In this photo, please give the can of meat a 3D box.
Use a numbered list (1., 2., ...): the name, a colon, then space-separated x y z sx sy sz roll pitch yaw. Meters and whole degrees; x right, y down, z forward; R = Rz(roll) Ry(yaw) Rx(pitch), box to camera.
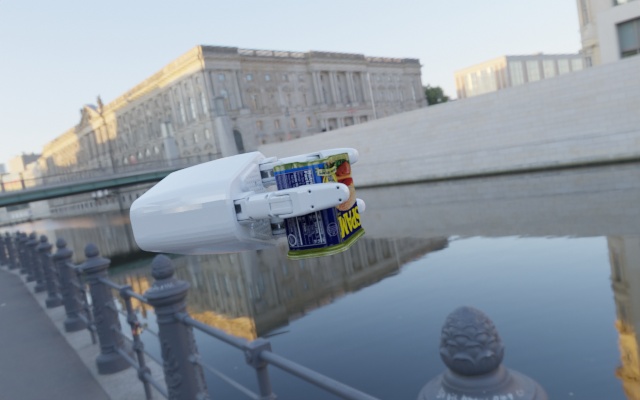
1. can of meat: 0.000 0.001 0.451 0.057 0.084 0.102 -9 5 20
